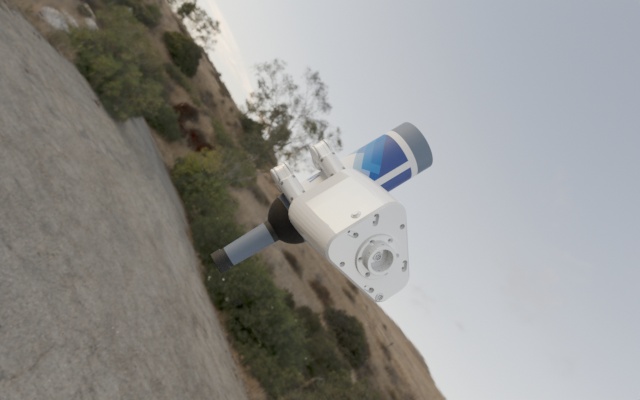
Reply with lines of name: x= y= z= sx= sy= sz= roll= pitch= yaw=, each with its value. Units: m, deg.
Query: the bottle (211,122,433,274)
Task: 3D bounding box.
bottle: x=0.000 y=0.002 z=0.593 sx=0.295 sy=0.069 sz=0.069 roll=-31 pitch=5 yaw=-9
